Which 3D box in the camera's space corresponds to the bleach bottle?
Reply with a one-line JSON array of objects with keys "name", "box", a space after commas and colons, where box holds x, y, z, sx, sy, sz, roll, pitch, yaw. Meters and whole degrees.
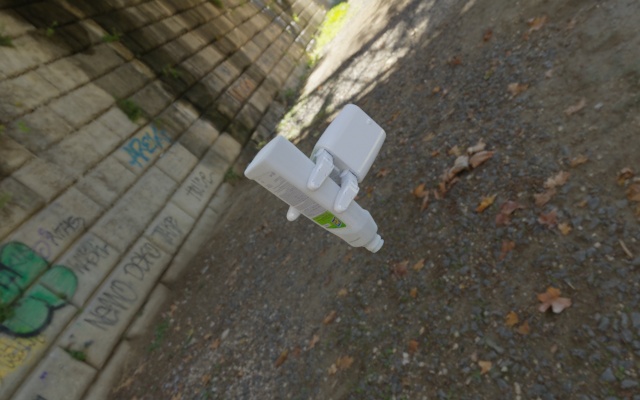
[{"name": "bleach bottle", "box": [0.000, 0.003, 0.789, 0.251, 0.068, 0.102, 40, -27, -15]}]
